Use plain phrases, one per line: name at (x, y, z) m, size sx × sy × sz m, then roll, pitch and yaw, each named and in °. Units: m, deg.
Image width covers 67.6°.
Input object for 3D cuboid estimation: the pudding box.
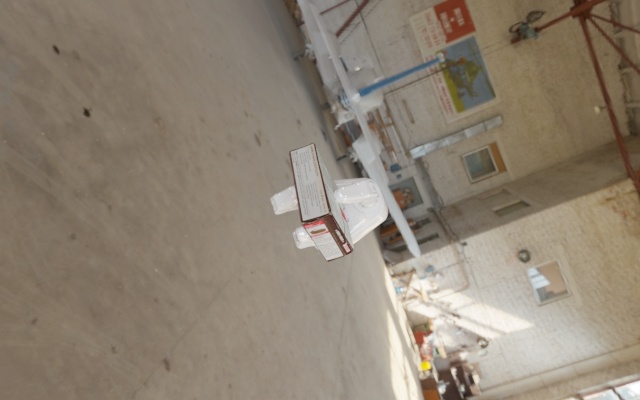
pudding box at (0.000, 0.002, 0.566) m, size 0.039 × 0.113 × 0.090 m, roll -21°, pitch -40°, yaw 8°
